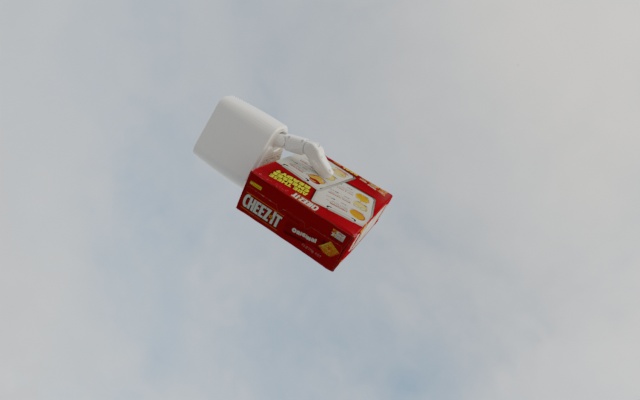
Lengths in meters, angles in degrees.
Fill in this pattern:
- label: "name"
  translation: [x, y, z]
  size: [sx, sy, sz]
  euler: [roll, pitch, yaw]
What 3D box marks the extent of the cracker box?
- label: "cracker box"
  translation: [0.000, 0.002, 0.715]
  size: [0.164, 0.072, 0.213]
  euler: [32, 24, 11]
